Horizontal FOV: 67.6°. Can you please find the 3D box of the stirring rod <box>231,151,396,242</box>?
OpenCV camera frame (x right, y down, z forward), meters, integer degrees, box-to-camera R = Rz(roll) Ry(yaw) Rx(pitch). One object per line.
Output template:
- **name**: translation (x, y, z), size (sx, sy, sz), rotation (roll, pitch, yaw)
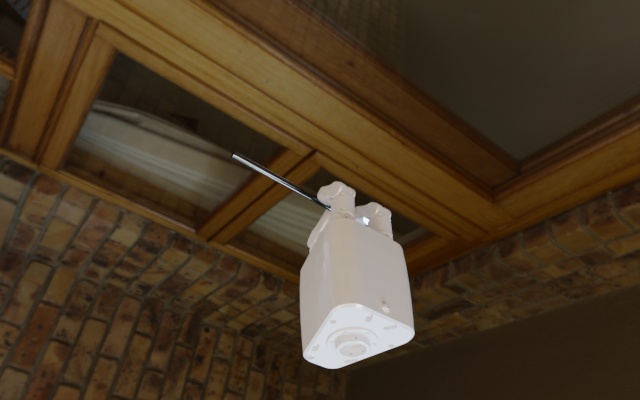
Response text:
- **stirring rod**: translation (0.000, 0.002, 0.572), size (0.239, 0.011, 0.011), rotation (29, -13, -25)
